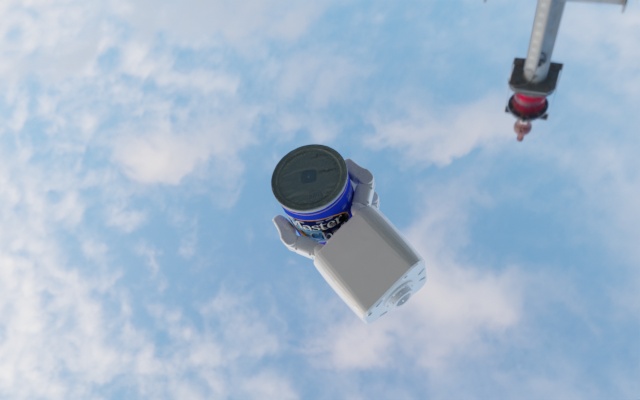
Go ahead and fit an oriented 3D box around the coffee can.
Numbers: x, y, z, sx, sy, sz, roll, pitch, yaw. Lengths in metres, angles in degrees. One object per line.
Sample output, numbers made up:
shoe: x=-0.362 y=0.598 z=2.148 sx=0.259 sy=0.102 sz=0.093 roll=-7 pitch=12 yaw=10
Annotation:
coffee can: x=0.000 y=0.002 z=0.677 sx=0.103 sy=0.102 sz=0.140 roll=0 pitch=-29 yaw=15
